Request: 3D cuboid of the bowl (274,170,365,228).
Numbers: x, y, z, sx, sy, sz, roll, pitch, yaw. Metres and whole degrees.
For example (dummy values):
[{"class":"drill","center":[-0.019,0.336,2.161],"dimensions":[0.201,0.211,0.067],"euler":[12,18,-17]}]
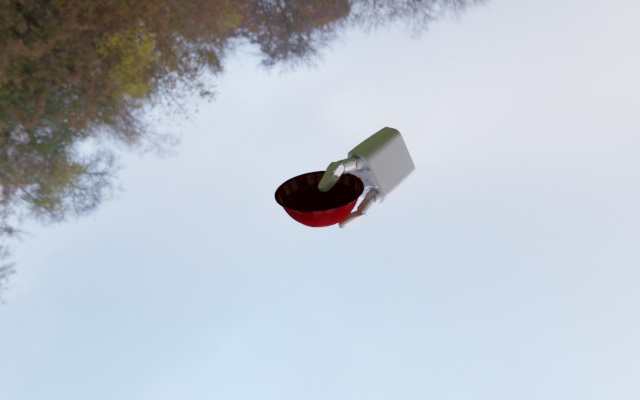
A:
[{"class":"bowl","center":[-0.001,0.004,0.862],"dimensions":[0.162,0.055,0.162],"euler":[-5,28,3]}]
